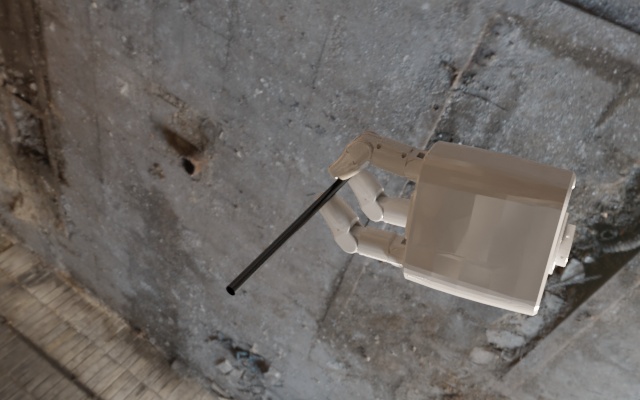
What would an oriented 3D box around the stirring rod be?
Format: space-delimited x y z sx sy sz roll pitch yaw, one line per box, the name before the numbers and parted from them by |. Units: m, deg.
stirring rod | 0.000 0.001 0.408 0.011 0.011 0.239 0 30 36
